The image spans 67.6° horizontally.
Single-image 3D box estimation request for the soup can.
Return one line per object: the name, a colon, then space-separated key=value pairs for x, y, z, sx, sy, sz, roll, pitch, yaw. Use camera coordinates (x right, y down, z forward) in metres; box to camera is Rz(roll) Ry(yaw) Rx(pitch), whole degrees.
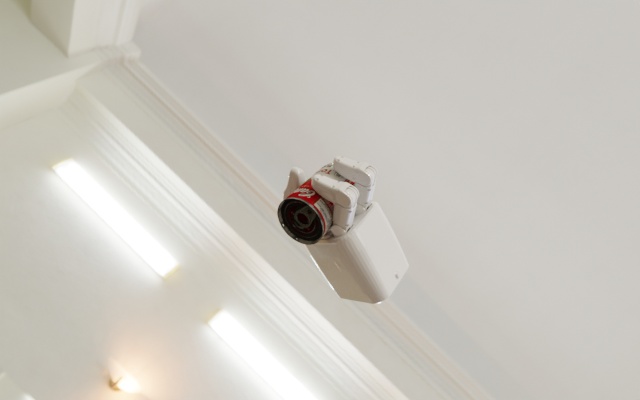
soup can: x=0.000 y=0.002 z=0.627 sx=0.068 sy=0.068 sz=0.102 roll=0 pitch=29 yaw=36
